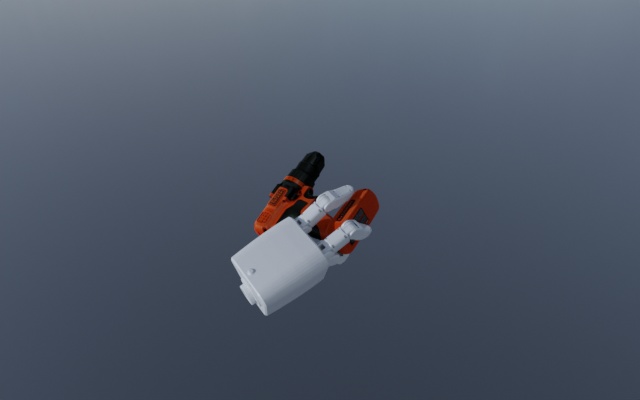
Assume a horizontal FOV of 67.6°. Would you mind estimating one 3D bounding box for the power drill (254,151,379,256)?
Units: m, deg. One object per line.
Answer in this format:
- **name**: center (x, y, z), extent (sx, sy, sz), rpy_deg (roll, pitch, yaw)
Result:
- **power drill**: center (0.000, 0.003, 0.784), extent (0.187, 0.184, 0.057), rpy_deg (15, -26, 42)
